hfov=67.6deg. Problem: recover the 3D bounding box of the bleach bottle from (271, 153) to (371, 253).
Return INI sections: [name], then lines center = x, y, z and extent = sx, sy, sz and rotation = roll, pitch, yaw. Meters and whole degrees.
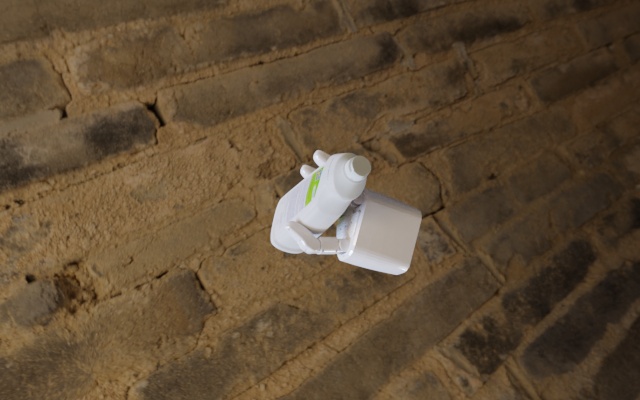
[bleach bottle]
center = 0.000, 0.002, 0.713
extent = 0.068, 0.102, 0.251
rotation = 17, -25, -19
